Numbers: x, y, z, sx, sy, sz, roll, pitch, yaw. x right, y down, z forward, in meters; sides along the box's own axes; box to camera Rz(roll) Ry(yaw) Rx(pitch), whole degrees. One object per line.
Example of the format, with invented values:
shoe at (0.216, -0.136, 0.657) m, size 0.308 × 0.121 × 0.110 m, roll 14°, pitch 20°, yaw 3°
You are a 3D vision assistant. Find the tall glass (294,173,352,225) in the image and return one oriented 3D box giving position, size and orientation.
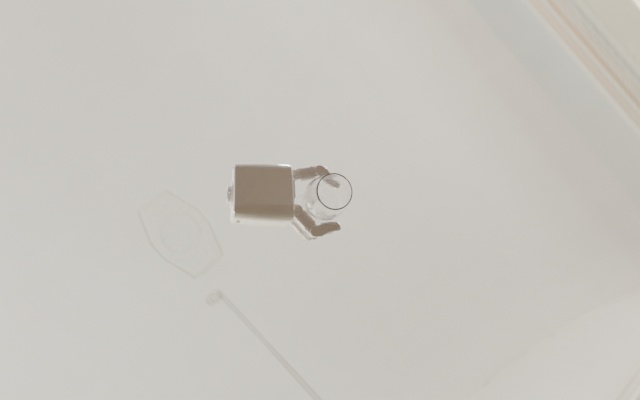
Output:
tall glass at (0.000, 0.003, 0.877) m, size 0.079 × 0.079 × 0.201 m, roll 0°, pitch -10°, yaw -14°
